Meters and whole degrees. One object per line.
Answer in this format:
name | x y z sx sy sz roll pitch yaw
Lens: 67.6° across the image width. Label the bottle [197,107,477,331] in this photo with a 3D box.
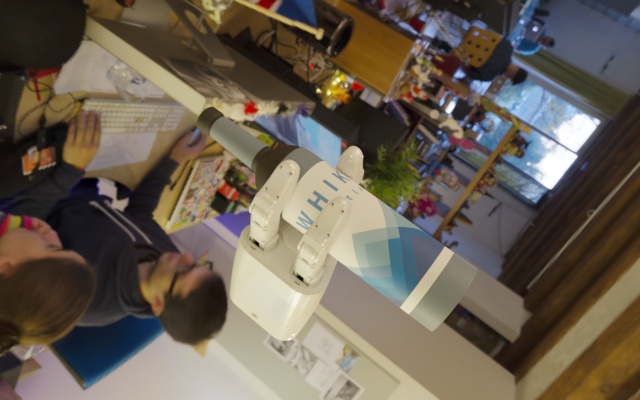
bottle | 0.000 0.002 0.445 0.295 0.069 0.069 36 10 14
